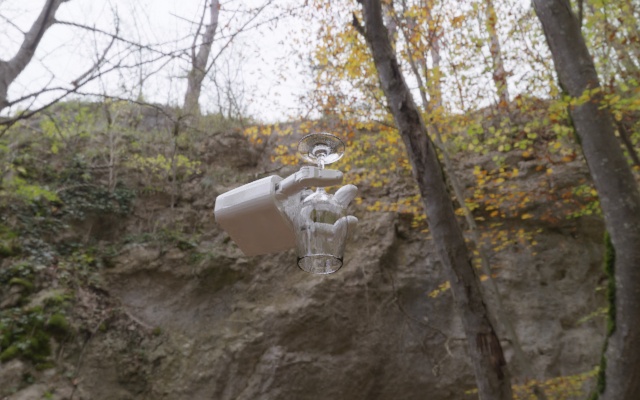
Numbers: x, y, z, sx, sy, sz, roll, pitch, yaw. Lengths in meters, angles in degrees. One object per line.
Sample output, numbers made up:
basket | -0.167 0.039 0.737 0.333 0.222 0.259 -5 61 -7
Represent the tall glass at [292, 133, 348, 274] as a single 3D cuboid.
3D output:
tall glass | 0.000 0.002 0.690 0.079 0.201 0.079 0 -33 0
